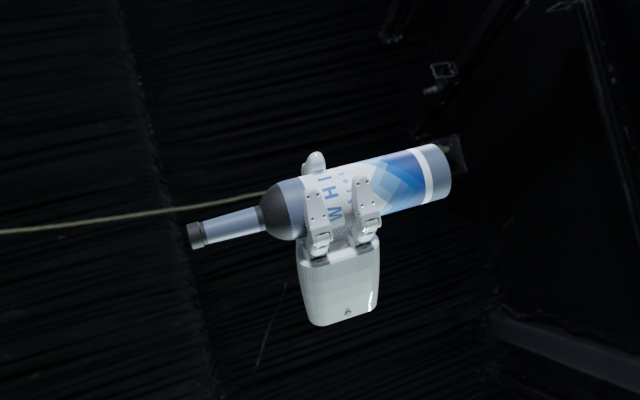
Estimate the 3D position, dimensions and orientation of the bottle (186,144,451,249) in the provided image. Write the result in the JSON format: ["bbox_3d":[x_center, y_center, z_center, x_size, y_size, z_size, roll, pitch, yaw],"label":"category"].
[{"bbox_3d":[0.000,0.002,0.536,0.295,0.069,0.069,-15,3,-13],"label":"bottle"}]
